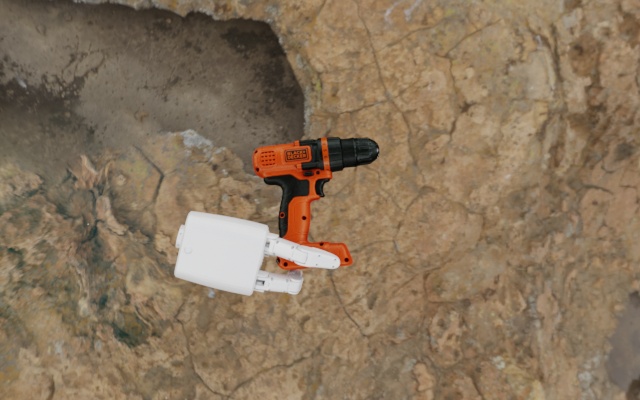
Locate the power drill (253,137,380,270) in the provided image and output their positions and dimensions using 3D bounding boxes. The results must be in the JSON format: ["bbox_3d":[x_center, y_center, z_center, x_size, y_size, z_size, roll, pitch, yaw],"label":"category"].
[{"bbox_3d":[0.000,0.003,0.684,0.184,0.187,0.057,-6,-10,4],"label":"power drill"}]
